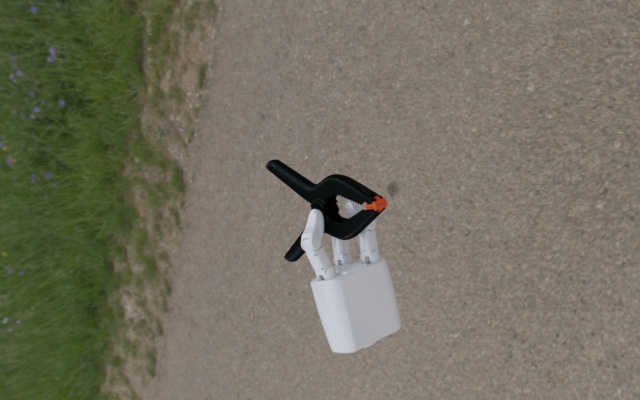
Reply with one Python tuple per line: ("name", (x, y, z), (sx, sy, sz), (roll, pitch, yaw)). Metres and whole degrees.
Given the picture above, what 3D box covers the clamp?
("clamp", (0.000, 0.003, 0.697), (0.210, 0.164, 0.036), (-14, 4, 43))
